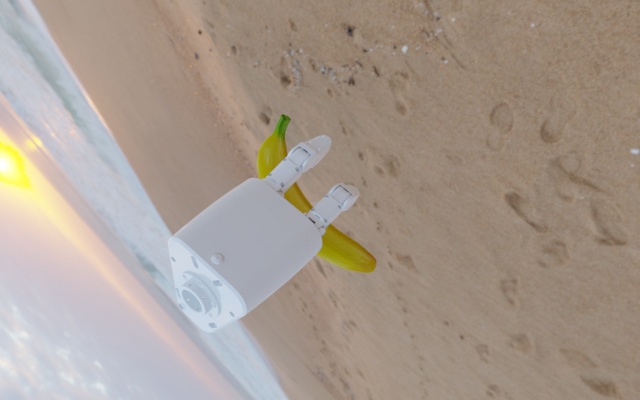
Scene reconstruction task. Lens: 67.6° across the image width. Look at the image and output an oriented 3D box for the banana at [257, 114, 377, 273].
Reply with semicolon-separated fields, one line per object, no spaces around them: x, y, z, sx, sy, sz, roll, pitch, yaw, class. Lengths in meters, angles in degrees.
-0.016;0.007;0.527;0.070;0.198;0.037;-30;3;29;banana
